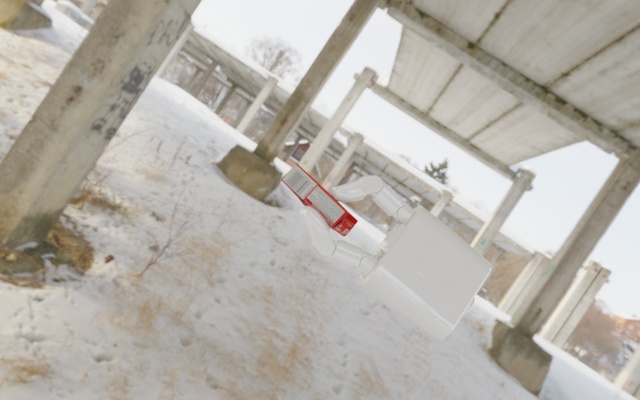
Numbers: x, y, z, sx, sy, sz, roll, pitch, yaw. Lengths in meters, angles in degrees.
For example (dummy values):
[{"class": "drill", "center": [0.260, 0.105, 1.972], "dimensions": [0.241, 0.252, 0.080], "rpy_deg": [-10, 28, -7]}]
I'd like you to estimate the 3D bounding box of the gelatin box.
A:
[{"class": "gelatin box", "center": [0.000, 0.001, 0.575], "dimensions": [0.089, 0.030, 0.073], "rpy_deg": [44, 1, 16]}]
